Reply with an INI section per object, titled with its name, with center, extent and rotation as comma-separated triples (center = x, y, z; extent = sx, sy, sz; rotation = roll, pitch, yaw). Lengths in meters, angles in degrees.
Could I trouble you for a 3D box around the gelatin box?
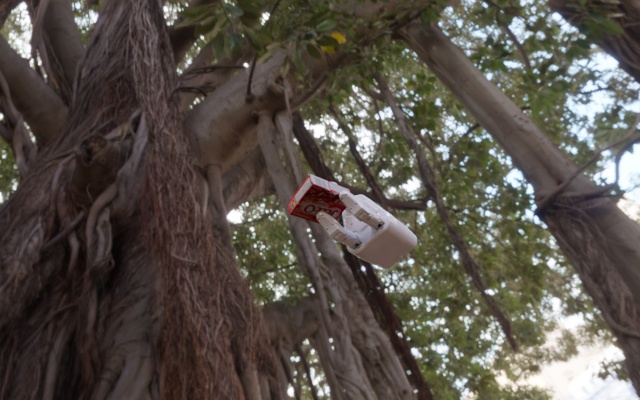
[gelatin box]
center = 0.000, 0.002, 0.811
extent = 0.089, 0.073, 0.030
rotation = 20, 33, -32
